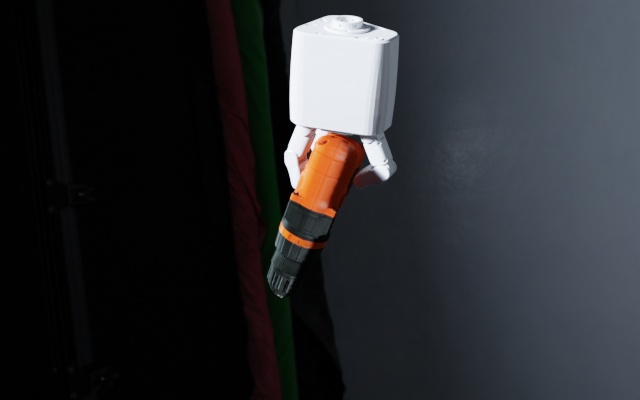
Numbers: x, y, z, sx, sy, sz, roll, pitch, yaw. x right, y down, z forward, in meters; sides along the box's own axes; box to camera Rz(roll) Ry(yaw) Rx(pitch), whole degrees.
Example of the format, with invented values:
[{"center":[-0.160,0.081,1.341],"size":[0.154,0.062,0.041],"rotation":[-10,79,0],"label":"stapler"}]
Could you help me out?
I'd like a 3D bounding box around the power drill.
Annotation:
[{"center":[0.000,0.001,0.557],"size":[0.057,0.184,0.187],"rotation":[24,20,1],"label":"power drill"}]
